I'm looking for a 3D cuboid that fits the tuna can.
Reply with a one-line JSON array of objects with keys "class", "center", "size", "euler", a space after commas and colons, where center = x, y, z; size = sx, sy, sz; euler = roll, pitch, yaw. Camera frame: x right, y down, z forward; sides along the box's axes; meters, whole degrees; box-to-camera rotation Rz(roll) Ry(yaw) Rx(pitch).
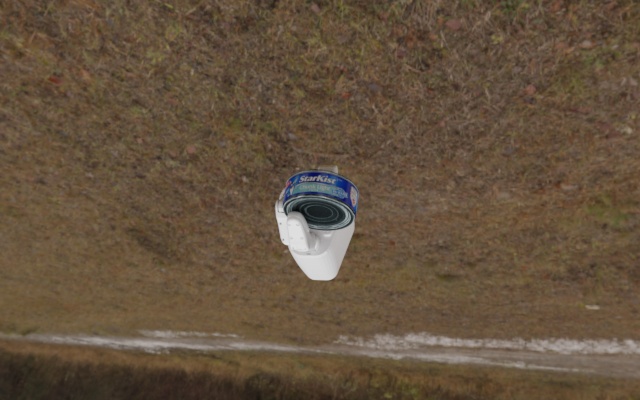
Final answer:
[{"class": "tuna can", "center": [0.000, 0.002, 0.547], "size": [0.086, 0.033, 0.086], "euler": [7, -29, 4]}]
